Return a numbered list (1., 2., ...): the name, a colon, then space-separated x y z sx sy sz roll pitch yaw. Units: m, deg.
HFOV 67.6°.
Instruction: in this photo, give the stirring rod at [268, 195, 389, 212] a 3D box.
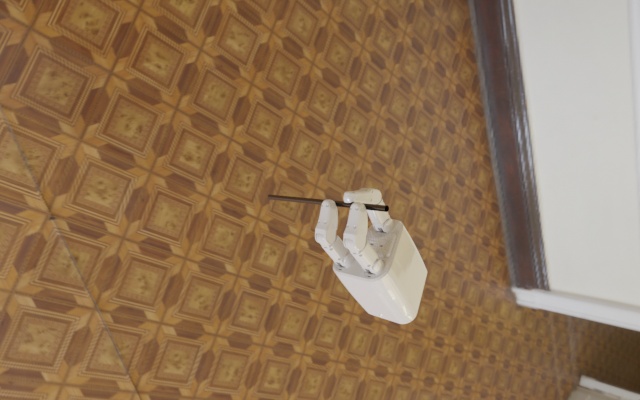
1. stirring rod: 0.000 0.002 0.670 0.011 0.011 0.239 0 4 -42
